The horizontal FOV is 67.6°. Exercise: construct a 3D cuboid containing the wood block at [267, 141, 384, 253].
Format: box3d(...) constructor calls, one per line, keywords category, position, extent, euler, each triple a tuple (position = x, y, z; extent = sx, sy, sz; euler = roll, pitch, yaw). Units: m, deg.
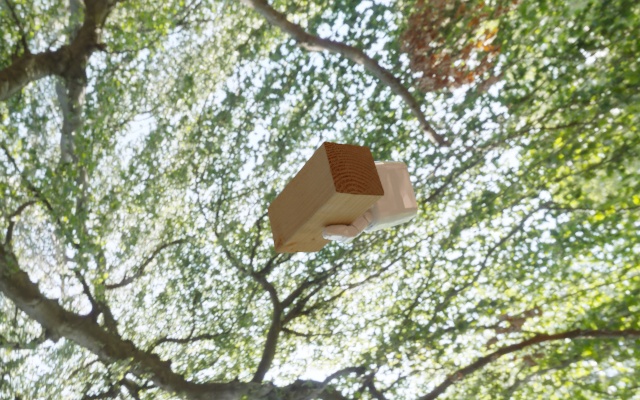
box3d(category="wood block", position=(0.000, 0.003, 0.779), extent=(0.090, 0.090, 0.206), euler=(3, -31, -32))
